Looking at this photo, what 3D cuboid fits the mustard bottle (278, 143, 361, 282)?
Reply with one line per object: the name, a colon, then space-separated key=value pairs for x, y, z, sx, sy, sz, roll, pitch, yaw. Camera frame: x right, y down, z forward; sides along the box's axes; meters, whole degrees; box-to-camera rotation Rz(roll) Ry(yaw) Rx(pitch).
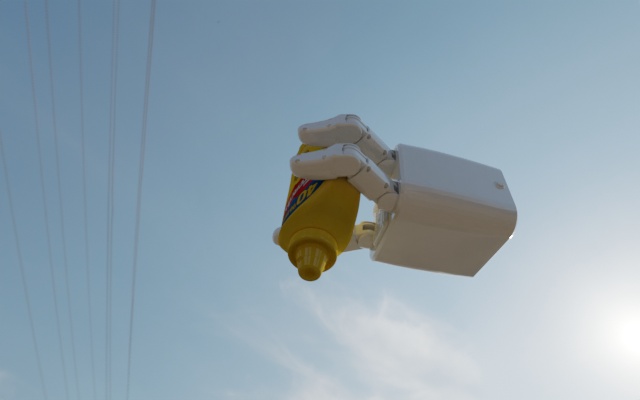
mustard bottle: x=0.000 y=0.001 z=0.447 sx=0.058 sy=0.096 sz=0.191 roll=33 pitch=33 yaw=-17
